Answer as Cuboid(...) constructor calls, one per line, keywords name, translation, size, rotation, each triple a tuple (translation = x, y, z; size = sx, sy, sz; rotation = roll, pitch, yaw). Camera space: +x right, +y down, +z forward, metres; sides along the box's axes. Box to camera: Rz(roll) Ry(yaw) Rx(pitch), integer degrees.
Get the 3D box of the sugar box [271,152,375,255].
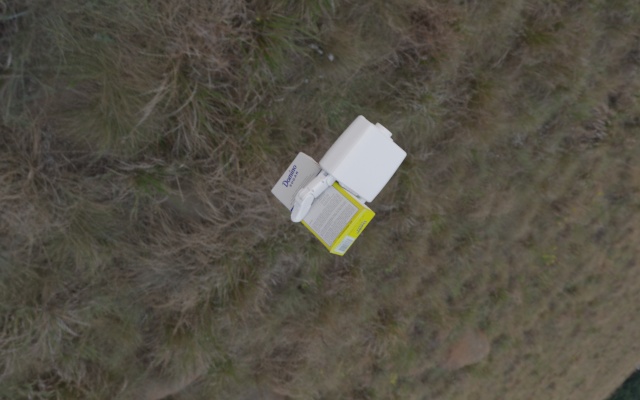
Cuboid(name="sugar box", translation=(0.001, 0.003, 0.819), size=(0.176, 0.093, 0.048), rotation=(45, 11, 36))
